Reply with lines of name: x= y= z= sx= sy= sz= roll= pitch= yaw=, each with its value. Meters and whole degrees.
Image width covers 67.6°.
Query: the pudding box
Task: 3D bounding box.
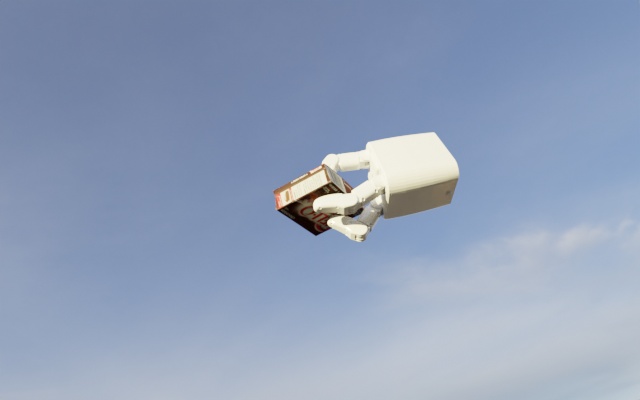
pudding box: x=0.000 y=0.002 z=0.688 sx=0.090 sy=0.039 sz=0.113 roll=-28 pitch=-37 yaw=18
